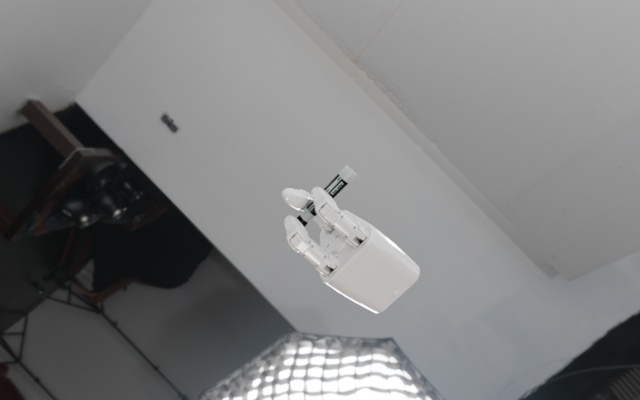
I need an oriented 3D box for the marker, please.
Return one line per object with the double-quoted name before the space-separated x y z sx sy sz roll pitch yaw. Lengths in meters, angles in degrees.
"marker" 0.000 0.002 0.642 0.121 0.020 0.020 -46 -14 14
